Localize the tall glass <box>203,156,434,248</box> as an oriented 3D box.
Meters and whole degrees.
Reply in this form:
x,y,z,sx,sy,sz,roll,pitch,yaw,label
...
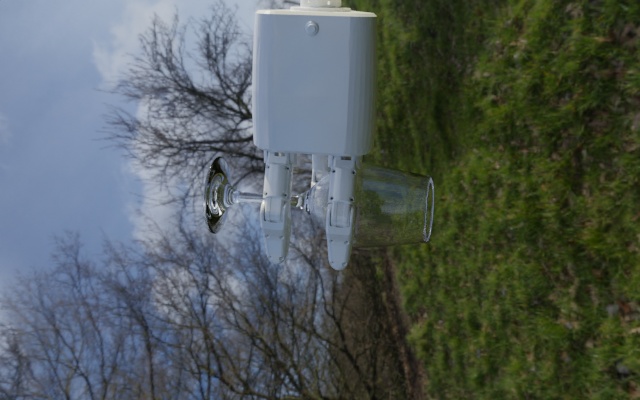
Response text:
x,y,z,sx,sy,sz,roll,pitch,yaw,label
-0.001,0.002,0.444,0.201,0.079,0.079,4,0,6,tall glass
